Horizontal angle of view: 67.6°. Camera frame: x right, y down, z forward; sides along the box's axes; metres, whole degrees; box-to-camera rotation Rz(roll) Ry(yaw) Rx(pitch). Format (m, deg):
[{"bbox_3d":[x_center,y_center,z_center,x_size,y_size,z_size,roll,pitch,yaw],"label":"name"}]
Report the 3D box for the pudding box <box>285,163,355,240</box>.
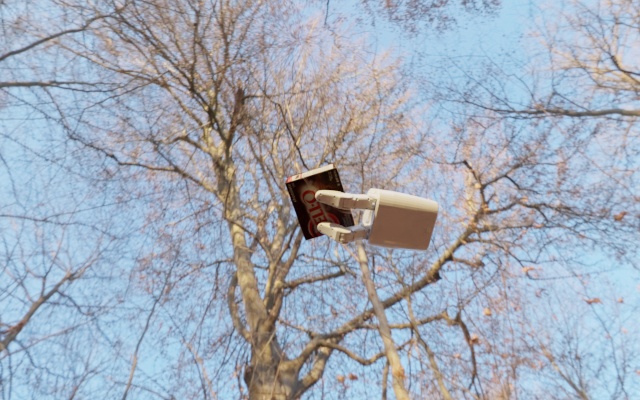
[{"bbox_3d":[0.000,0.003,0.808,0.090,0.113,0.039,-17,17,5],"label":"pudding box"}]
